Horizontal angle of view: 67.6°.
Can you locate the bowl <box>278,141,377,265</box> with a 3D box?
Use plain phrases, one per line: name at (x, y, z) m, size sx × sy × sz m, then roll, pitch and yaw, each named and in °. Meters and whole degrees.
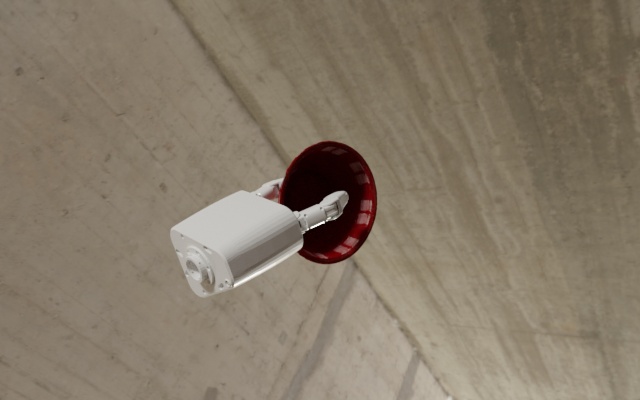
bowl at (0.001, 0.002, 0.644) m, size 0.162 × 0.162 × 0.055 m, roll 0°, pitch 3°, yaw -36°
